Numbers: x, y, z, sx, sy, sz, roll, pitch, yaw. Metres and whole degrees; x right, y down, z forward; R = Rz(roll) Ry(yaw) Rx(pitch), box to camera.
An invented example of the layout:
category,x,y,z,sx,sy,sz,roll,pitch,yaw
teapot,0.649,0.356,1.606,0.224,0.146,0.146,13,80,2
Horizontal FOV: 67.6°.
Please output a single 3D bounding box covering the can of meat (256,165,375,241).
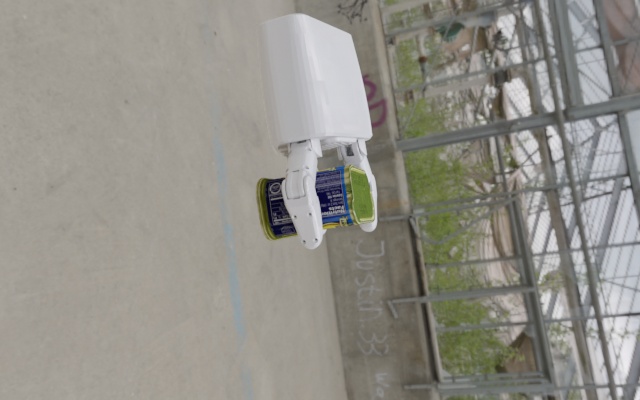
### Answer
category,x,y,z,sx,sy,sz,roll,pitch,yaw
can of meat,0.000,0.001,0.444,0.084,0.057,0.102,-10,-3,16
